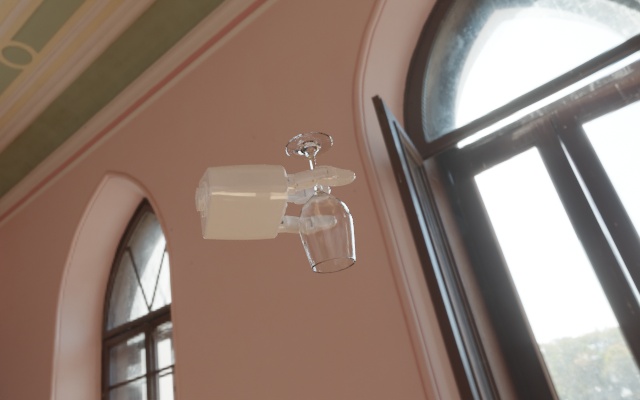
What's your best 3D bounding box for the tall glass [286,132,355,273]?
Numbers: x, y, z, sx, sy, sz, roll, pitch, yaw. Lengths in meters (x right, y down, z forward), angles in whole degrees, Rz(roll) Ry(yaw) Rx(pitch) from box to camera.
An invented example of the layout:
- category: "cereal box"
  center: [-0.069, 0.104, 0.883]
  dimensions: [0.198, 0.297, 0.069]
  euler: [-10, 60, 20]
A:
- category: "tall glass"
  center: [0.000, 0.002, 0.703]
  dimensions: [0.079, 0.201, 0.079]
  euler: [-10, -25, -5]
